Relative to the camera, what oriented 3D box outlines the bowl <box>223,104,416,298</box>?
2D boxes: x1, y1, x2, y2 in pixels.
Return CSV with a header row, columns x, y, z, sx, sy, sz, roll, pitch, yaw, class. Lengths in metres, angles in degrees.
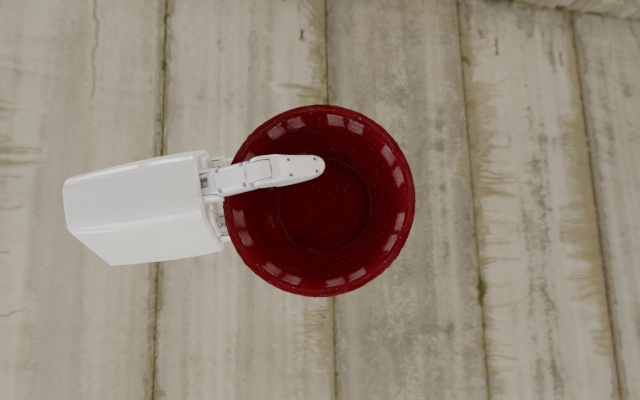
x,y,z,sx,sy,sz,roll,pitch,yaw,class
0.001,0.002,0.420,0.162,0.162,0.055,0,-7,7,bowl
